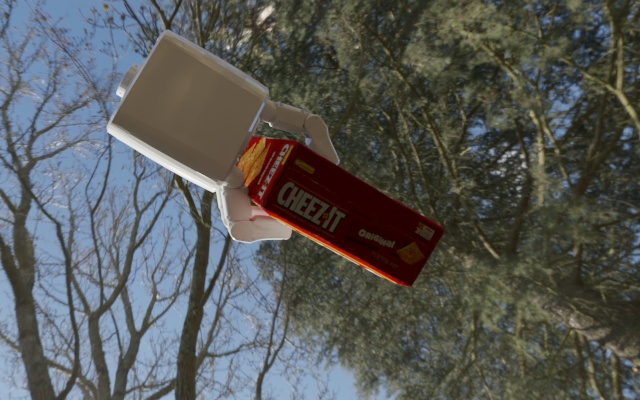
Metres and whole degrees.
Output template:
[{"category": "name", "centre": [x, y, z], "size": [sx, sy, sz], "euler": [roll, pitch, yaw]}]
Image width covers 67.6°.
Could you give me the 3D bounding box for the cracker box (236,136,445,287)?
[{"category": "cracker box", "centre": [0.000, 0.001, 0.505], "size": [0.164, 0.072, 0.213], "euler": [29, 0, -20]}]
